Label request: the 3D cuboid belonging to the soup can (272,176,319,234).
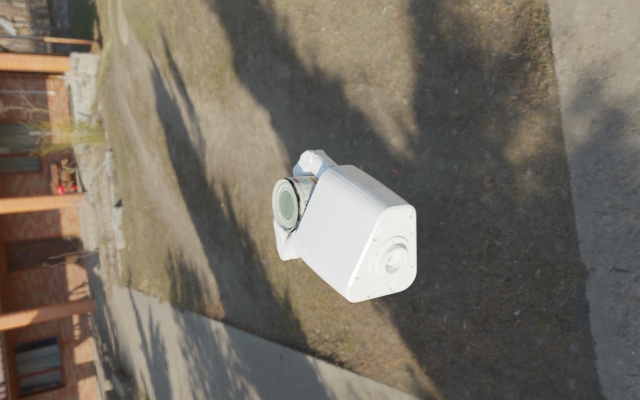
[{"bbox_3d":[0.000,0.002,0.589,0.102,0.068,0.068,-6,3,-32],"label":"soup can"}]
